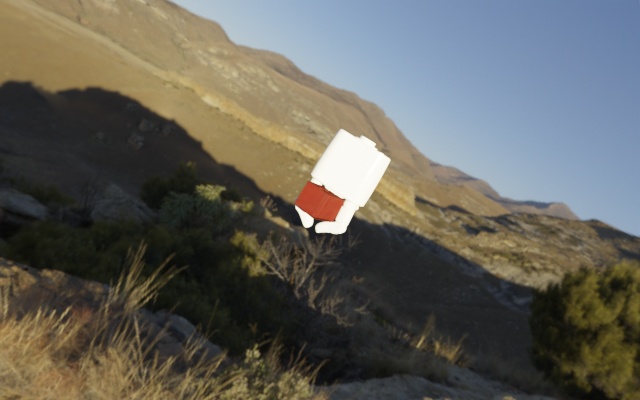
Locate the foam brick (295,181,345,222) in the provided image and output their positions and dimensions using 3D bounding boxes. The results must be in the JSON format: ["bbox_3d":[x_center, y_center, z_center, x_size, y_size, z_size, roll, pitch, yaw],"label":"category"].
[{"bbox_3d":[0.000,0.003,0.884,0.053,0.051,0.078,37,10,27],"label":"foam brick"}]
